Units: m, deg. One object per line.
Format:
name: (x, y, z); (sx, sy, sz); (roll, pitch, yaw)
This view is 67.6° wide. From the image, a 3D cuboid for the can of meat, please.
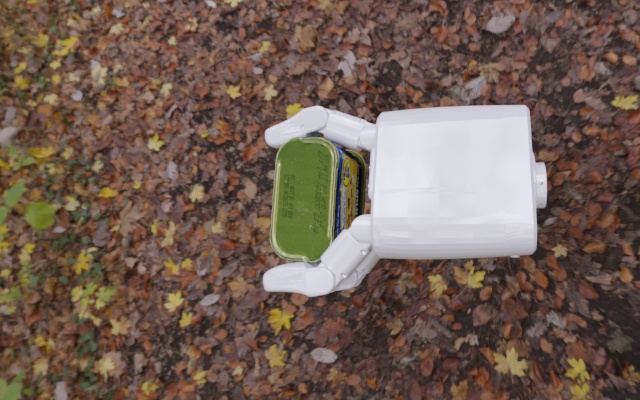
can of meat: (0.000, 0.001, 0.401); (0.057, 0.102, 0.084); (2, -3, 19)
